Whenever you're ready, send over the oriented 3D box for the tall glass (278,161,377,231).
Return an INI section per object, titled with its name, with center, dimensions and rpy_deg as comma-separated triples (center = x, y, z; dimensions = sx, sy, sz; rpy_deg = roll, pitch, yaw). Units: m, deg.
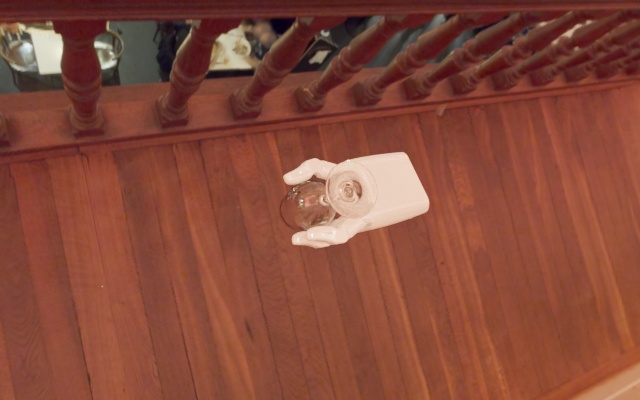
[tall glass]
center = 0.000, 0.002, 0.693
dimensions = 0.079, 0.079, 0.201
rpy_deg = 0, -9, -25
